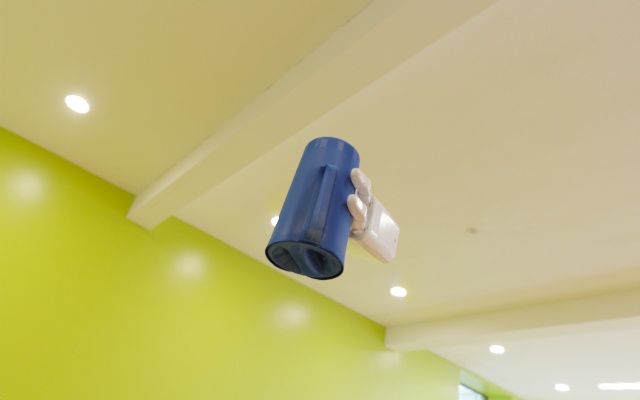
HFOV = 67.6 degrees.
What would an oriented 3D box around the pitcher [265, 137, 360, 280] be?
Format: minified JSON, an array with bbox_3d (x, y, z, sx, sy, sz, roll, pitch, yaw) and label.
[{"bbox_3d":[0.000,0.003,0.834,0.149,0.242,0.145,-12,-41,36],"label":"pitcher"}]
